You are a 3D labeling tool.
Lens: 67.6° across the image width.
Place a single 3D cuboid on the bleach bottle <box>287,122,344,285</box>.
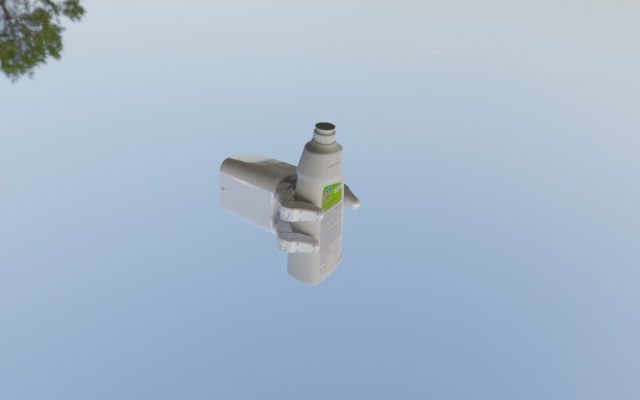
[{"bbox_3d":[0.000,0.002,0.714,0.068,0.251,0.102,21,35,23],"label":"bleach bottle"}]
